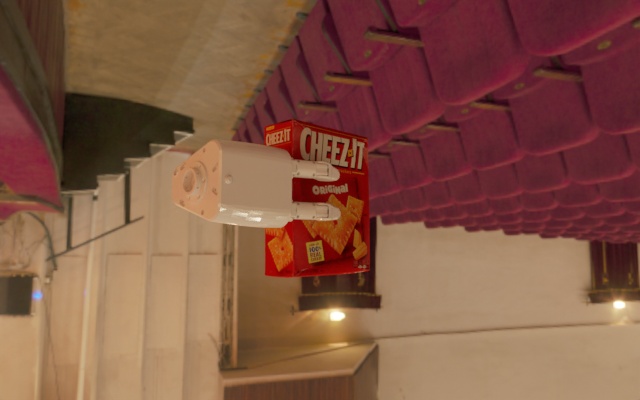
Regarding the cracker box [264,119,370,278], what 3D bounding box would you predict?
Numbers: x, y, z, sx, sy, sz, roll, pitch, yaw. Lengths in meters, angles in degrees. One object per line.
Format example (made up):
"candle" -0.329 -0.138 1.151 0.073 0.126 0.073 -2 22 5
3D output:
"cracker box" 0.000 0.002 0.704 0.072 0.213 0.164 -5 -7 44
